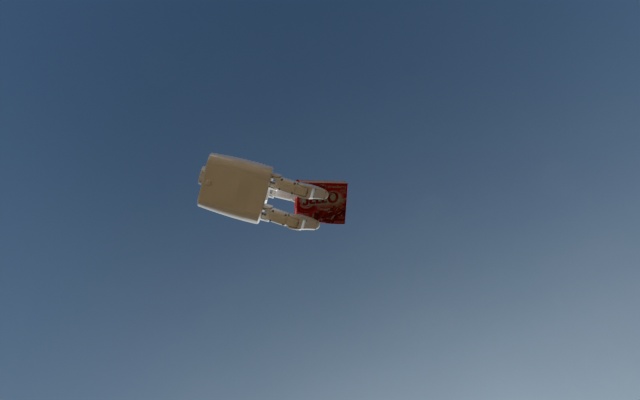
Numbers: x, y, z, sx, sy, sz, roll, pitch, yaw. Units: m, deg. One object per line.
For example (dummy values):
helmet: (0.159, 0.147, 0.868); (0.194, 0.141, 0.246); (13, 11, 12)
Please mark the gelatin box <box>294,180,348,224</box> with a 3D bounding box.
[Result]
gelatin box: (0.000, 0.003, 0.829); (0.089, 0.073, 0.030); (1, 12, -10)
